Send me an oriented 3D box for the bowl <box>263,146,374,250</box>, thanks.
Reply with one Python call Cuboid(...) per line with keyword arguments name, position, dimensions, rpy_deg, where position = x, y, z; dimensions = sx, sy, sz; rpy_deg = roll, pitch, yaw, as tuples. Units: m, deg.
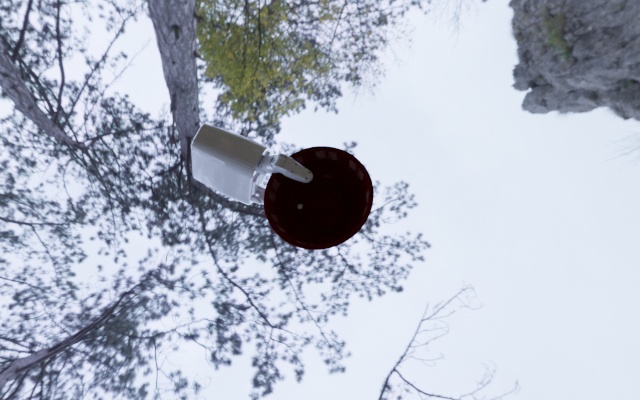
Cuboid(name="bowl", position=(0.001, 0.003, 0.709), dimensions=(0.162, 0.162, 0.055), rpy_deg=(0, -22, 10))
